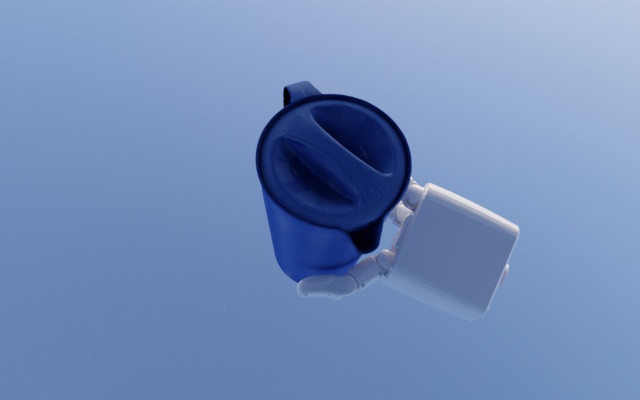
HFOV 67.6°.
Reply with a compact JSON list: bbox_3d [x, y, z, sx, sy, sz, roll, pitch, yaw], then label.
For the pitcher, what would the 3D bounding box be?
[{"bbox_3d":[0.000,0.002,0.510,0.145,0.149,0.243,23,-25,5],"label":"pitcher"}]
